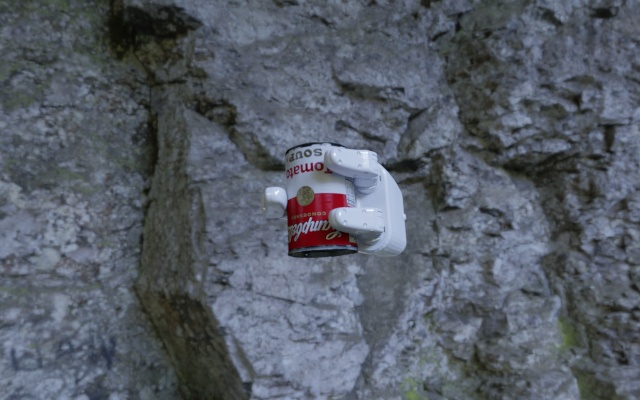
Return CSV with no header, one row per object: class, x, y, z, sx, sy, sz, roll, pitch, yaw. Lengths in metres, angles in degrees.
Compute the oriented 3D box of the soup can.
soup can,0.000,0.001,0.465,0.068,0.102,0.068,-3,-13,-1
